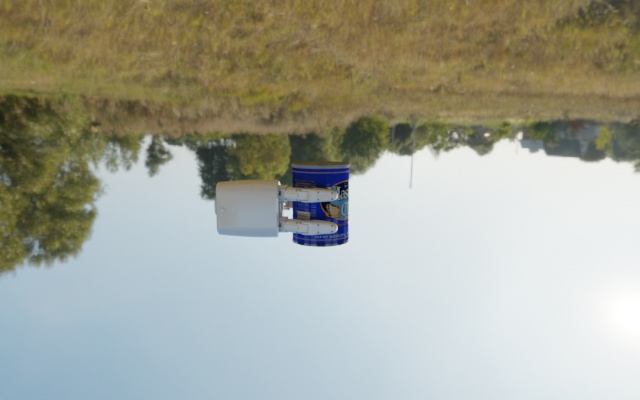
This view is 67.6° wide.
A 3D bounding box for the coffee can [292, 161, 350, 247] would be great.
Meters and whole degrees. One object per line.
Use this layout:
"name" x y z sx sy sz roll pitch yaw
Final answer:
"coffee can" 0.000 0.003 0.850 0.103 0.140 0.103 0 8 0
